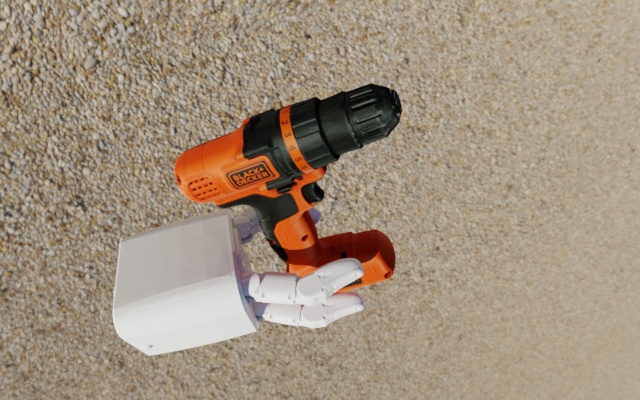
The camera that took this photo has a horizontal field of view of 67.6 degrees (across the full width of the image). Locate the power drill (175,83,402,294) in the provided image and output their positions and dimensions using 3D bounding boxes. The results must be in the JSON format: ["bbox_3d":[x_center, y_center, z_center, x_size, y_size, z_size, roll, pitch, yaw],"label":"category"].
[{"bbox_3d":[0.000,0.002,0.406,0.184,0.057,0.188,-16,-50,19],"label":"power drill"}]
